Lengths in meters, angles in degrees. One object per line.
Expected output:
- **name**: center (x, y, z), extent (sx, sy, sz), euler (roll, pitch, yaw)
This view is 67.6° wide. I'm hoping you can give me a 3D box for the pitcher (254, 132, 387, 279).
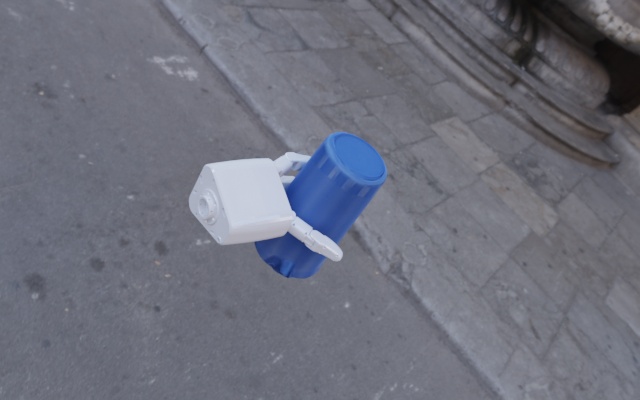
- **pitcher**: center (0.000, 0.003, 0.778), extent (0.145, 0.149, 0.243), euler (-7, -35, -42)
